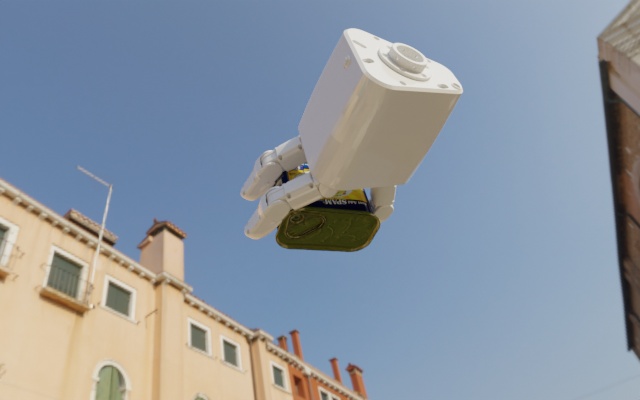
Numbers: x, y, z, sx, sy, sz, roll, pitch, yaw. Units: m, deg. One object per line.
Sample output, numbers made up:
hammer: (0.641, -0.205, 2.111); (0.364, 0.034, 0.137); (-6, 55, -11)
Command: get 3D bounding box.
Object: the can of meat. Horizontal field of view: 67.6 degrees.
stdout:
can of meat: (0.000, 0.001, 0.491); (0.102, 0.084, 0.057); (5, -46, -21)
